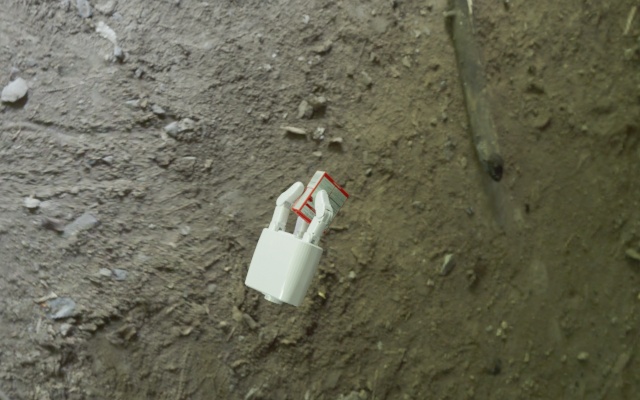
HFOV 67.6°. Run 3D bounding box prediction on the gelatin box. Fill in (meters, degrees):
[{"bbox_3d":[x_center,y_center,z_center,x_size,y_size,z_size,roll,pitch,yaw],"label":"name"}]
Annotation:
[{"bbox_3d":[0.001,0.003,0.861,0.073,0.089,0.030,42,-14,-32],"label":"gelatin box"}]
